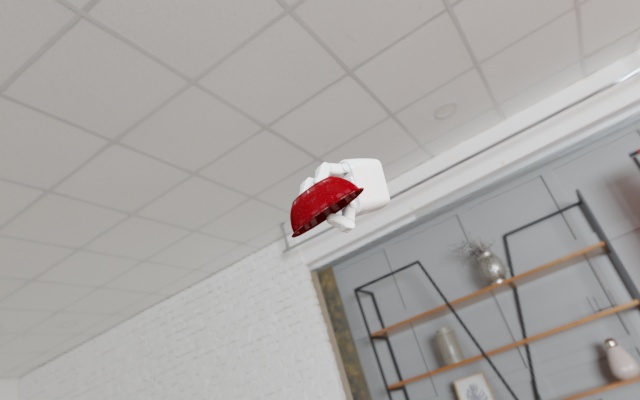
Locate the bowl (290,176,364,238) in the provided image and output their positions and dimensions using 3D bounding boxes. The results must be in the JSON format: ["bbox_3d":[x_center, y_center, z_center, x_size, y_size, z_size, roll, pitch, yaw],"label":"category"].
[{"bbox_3d":[-0.001,0.003,0.886,0.162,0.055,0.162,-34,-7,-5],"label":"bowl"}]
